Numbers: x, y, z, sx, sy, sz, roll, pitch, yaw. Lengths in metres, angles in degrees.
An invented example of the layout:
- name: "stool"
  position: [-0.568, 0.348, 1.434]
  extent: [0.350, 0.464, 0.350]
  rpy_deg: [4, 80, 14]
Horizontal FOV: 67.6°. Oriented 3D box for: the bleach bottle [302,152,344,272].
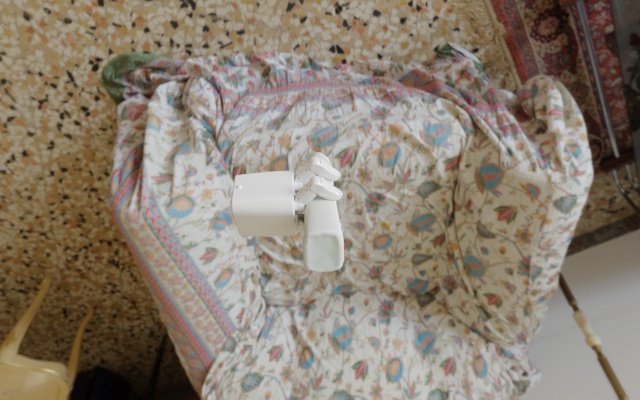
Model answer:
- name: "bleach bottle"
  position: [0.000, 0.003, 0.869]
  extent: [0.068, 0.103, 0.250]
  rpy_deg: [-3, 41, -1]
